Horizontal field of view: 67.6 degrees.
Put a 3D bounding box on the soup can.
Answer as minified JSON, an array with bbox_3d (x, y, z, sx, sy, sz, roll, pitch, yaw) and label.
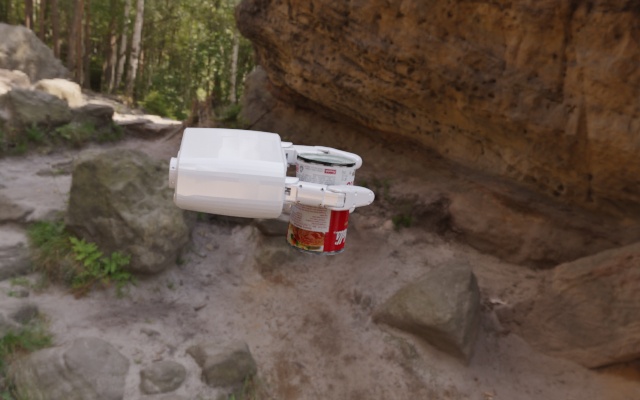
[{"bbox_3d":[0.001,0.002,0.536,0.068,0.102,0.068,7,13,-2],"label":"soup can"}]
